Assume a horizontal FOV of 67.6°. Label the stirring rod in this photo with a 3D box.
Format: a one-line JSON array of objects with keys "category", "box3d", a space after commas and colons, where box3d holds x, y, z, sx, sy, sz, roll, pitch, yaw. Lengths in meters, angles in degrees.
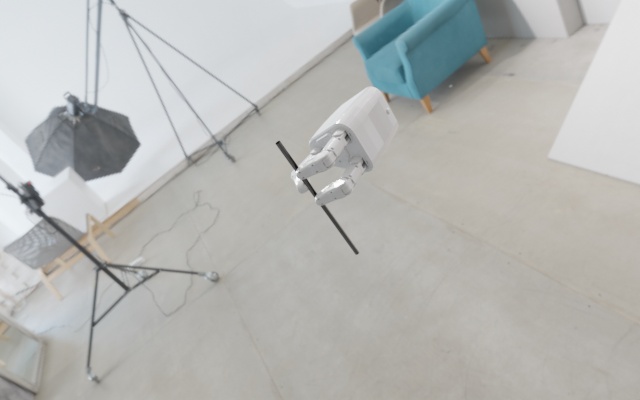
[{"category": "stirring rod", "box3d": [0.000, 0.002, 0.743, 0.011, 0.240, 0.011, -26, 30, 17]}]
